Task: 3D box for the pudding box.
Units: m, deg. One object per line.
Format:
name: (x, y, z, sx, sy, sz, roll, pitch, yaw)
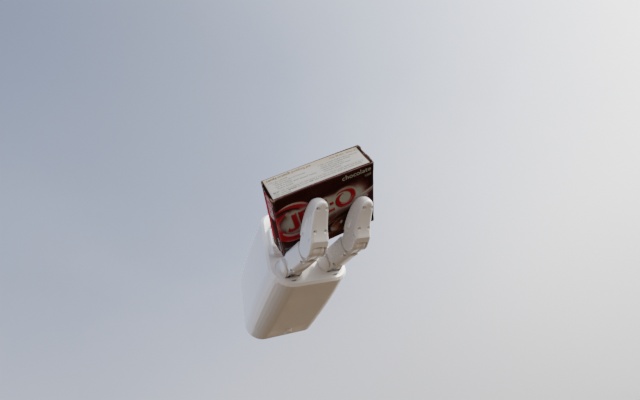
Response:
pudding box: (0.000, 0.002, 0.501, 0.113, 0.090, 0.039, -24, 50, -15)
